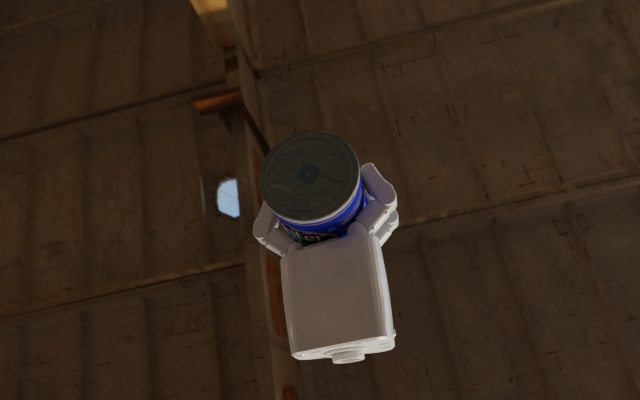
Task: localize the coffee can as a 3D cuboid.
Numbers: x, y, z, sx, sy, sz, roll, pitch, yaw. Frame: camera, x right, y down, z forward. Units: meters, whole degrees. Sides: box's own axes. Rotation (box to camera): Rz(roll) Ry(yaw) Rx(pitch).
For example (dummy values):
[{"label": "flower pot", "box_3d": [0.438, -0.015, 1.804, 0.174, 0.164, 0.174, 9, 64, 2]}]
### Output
[{"label": "coffee can", "box_3d": [0.000, 0.002, 0.536, 0.103, 0.102, 0.140, 0, -24, 11]}]
